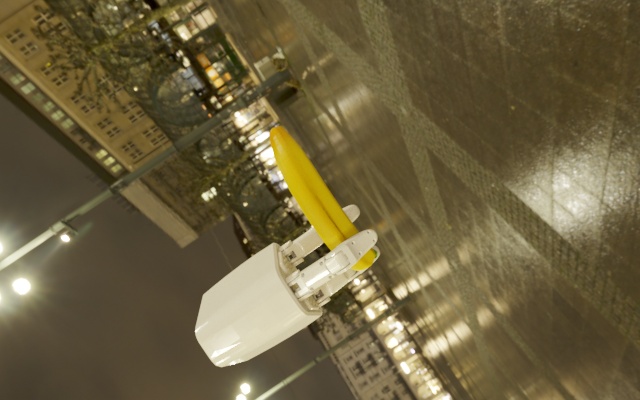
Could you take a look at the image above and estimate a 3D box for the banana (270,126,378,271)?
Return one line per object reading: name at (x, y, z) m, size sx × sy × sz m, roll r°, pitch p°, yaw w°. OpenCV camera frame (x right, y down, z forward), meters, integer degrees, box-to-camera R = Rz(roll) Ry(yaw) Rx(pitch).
banana at (0.004, 0.011, 0.507) m, size 0.037 × 0.198 × 0.069 m, roll -34°, pitch 21°, yaw 5°
